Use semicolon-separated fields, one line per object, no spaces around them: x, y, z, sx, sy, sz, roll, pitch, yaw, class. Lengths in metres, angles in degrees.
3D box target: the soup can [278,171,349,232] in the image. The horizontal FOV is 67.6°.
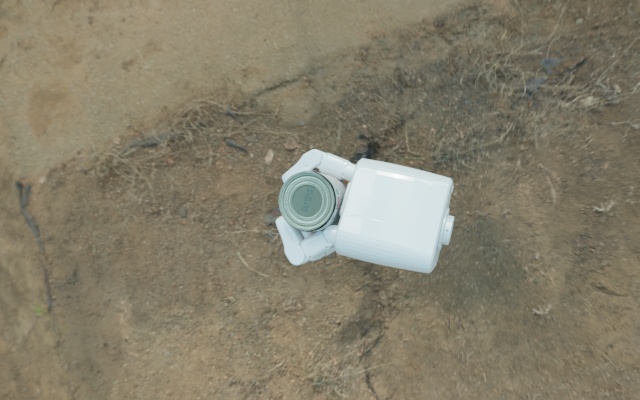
0.000;0.002;0.562;0.068;0.068;0.102;0;-1;18;soup can
